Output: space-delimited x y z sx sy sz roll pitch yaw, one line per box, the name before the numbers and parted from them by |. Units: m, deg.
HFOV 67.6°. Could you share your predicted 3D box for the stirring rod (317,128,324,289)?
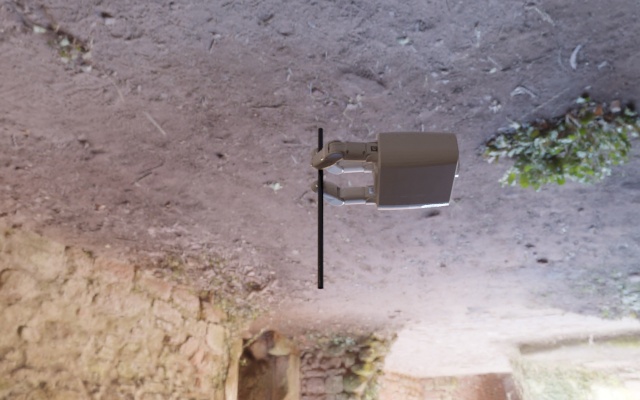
stirring rod | 0.000 0.002 0.646 0.011 0.239 0.011 0 -27 0
